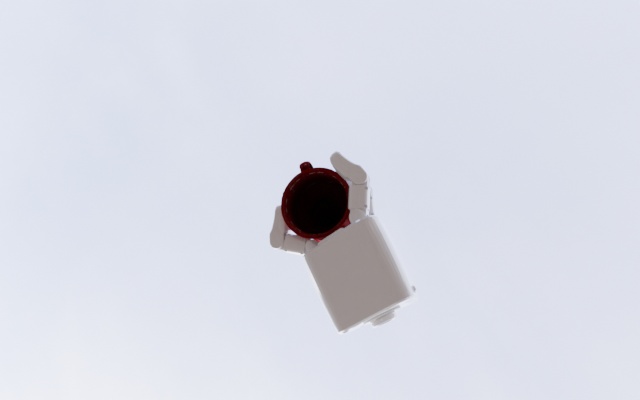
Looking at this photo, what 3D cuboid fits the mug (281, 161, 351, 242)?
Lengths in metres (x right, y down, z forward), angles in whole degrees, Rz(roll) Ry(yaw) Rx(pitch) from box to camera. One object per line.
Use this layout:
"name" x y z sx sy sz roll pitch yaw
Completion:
"mug" 0.000 0.001 0.638 0.093 0.117 0.081 -27 -20 8
